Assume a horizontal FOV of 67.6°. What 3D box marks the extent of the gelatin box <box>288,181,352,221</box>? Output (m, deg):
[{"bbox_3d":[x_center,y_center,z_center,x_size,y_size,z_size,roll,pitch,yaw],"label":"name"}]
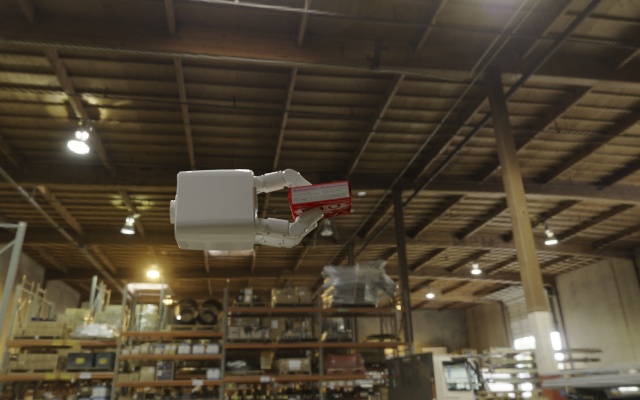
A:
[{"bbox_3d":[0.000,0.002,0.697,0.089,0.030,0.073,-7,-20,0],"label":"gelatin box"}]
